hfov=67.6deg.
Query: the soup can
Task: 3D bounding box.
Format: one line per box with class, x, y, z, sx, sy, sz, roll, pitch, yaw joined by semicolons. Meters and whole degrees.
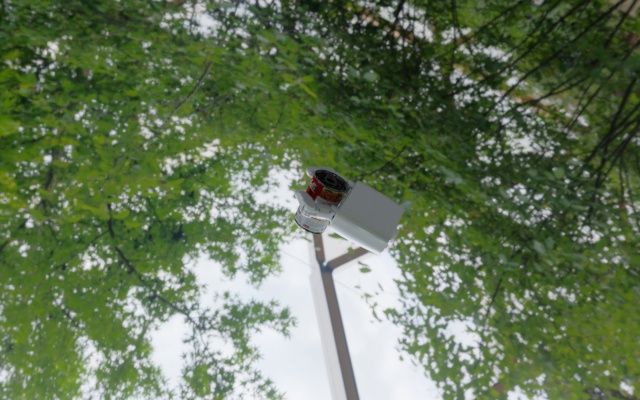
soup can;0.000;0.003;0.889;0.068;0.102;0.068;21;28;-12
